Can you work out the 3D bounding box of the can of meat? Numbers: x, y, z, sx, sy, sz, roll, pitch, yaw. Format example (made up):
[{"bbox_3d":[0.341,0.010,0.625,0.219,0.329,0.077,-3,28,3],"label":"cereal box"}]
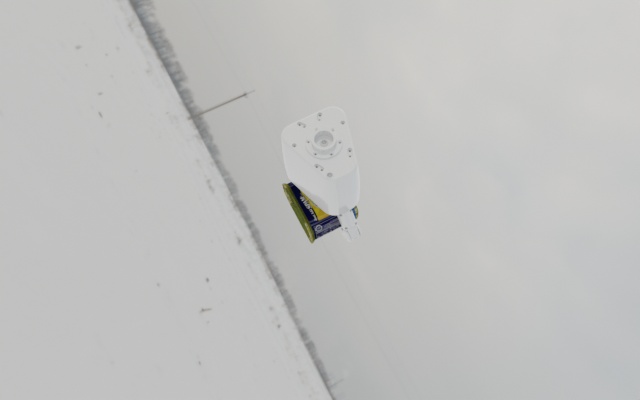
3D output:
[{"bbox_3d":[0.000,0.002,0.744,0.084,0.102,0.057,-26,-26,-8],"label":"can of meat"}]
